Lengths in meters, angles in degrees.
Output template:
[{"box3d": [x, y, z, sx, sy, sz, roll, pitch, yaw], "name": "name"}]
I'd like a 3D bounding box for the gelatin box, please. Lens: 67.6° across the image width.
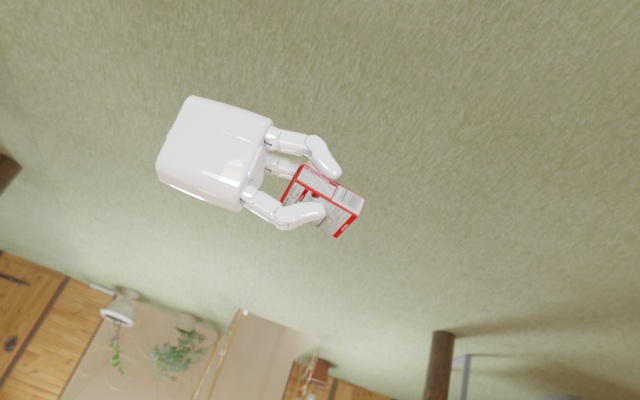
[{"box3d": [0.000, 0.002, 0.579, 0.089, 0.030, 0.073, 30, -32, -4], "name": "gelatin box"}]
